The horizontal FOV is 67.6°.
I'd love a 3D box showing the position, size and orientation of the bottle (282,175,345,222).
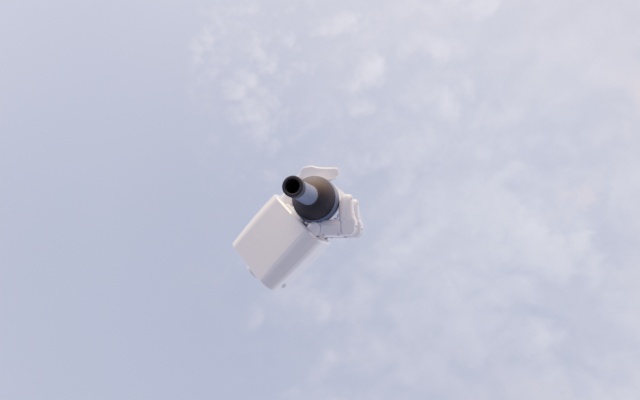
[{"bbox_3d":[0.000,0.002,0.725,0.069,0.069,0.296,0,-8,14],"label":"bottle"}]
